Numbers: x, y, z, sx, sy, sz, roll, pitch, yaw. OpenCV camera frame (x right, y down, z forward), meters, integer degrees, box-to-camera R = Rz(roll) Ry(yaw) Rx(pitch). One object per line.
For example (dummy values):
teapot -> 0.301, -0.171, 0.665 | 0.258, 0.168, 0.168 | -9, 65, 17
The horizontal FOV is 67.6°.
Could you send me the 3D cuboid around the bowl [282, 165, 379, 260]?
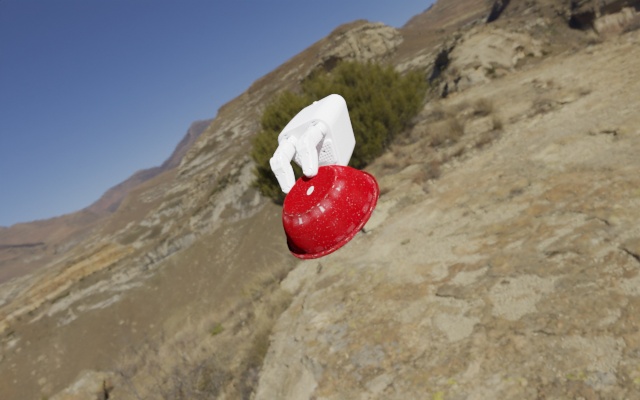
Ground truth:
bowl -> 0.000, 0.003, 0.671 | 0.162, 0.162, 0.055 | 0, -39, 49
